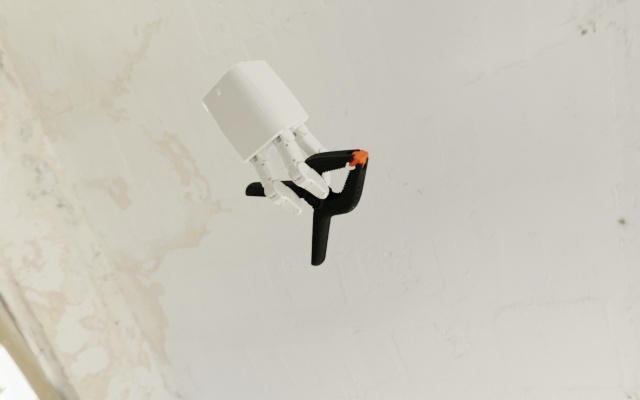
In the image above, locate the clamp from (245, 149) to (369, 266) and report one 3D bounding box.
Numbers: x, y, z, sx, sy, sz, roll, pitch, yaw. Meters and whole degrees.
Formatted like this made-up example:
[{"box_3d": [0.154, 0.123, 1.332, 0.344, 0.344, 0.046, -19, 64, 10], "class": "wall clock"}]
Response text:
[{"box_3d": [0.001, 0.001, 0.680, 0.210, 0.164, 0.036, -32, 10, 40], "class": "clamp"}]
